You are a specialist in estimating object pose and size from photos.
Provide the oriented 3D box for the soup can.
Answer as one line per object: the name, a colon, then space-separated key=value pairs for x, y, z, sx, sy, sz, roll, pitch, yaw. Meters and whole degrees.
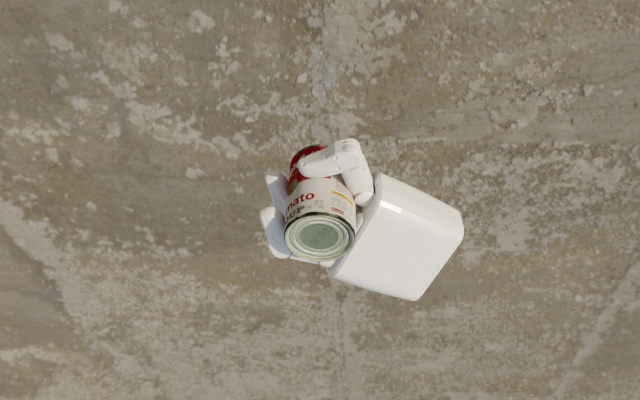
soup can: x=0.000 y=0.001 z=0.472 sx=0.068 sy=0.069 sz=0.102 roll=0 pitch=44 yaw=2
